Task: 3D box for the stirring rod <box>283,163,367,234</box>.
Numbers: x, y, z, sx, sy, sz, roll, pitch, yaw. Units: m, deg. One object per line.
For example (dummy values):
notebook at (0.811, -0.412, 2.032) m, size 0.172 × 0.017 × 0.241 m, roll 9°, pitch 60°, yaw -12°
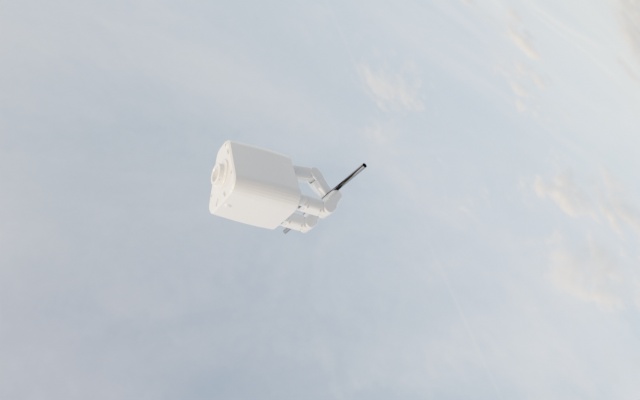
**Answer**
stirring rod at (0.000, 0.002, 0.796) m, size 0.011 × 0.011 × 0.240 m, roll 0°, pitch -27°, yaw -38°
